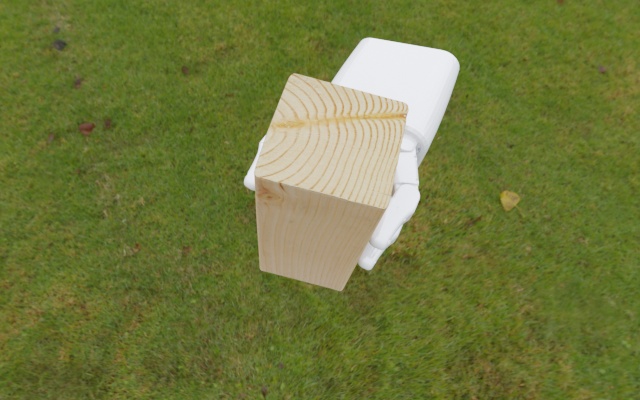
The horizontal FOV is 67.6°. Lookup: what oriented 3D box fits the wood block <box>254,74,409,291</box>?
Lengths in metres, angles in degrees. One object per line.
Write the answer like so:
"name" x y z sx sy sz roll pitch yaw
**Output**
"wood block" 0.000 0.001 0.413 0.091 0.090 0.206 15 -26 1
